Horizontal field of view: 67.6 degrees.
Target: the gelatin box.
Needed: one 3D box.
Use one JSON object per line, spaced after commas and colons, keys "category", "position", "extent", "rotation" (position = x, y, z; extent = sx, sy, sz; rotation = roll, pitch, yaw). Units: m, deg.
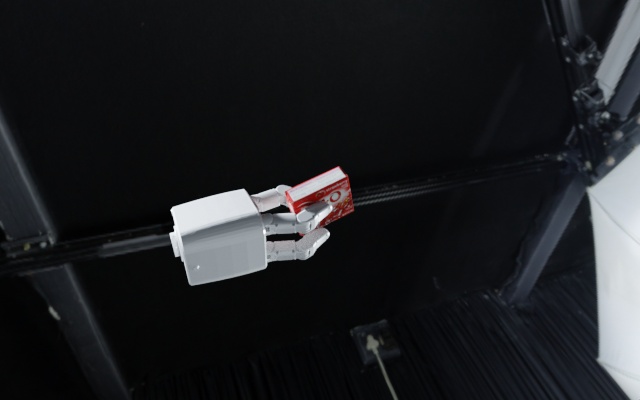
{"category": "gelatin box", "position": [0.000, 0.002, 0.678], "extent": [0.089, 0.073, 0.030], "rotation": [-26, 47, -11]}
